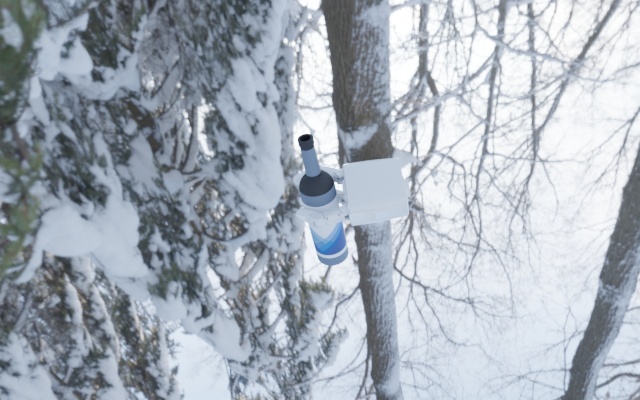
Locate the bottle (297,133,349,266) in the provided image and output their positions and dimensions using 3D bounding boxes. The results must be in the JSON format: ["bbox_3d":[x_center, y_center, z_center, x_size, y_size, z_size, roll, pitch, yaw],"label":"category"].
[{"bbox_3d":[0.000,0.003,0.894,0.069,0.296,0.069,-7,42,7],"label":"bottle"}]
